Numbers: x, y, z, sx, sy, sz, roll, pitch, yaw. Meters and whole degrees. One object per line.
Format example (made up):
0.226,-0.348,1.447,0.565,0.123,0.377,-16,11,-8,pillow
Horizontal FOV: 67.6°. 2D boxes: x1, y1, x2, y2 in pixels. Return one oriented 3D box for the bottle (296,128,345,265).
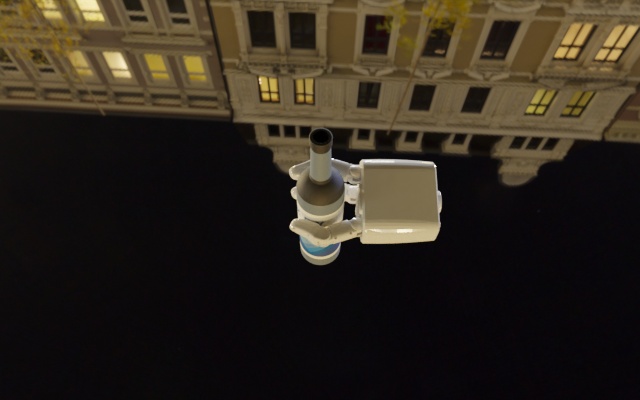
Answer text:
0.000,0.002,0.678,0.069,0.069,0.296,0,-31,0,bottle
